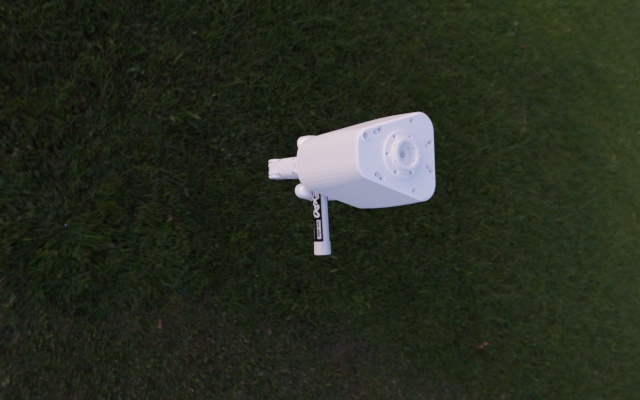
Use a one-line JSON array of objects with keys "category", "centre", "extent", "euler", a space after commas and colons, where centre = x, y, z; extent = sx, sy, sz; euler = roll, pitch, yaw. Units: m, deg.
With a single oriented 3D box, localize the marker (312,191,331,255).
[{"category": "marker", "centre": [0.000, 0.002, 0.551], "extent": [0.020, 0.121, 0.020], "euler": [-2, -1, 0]}]
